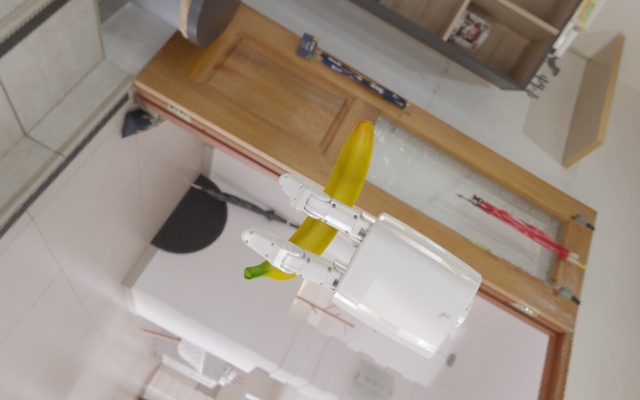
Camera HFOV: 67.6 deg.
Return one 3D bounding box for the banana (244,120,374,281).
[{"bbox_3d":[0.003,0.011,0.490,0.037,0.198,0.070,33,-7,25],"label":"banana"}]
